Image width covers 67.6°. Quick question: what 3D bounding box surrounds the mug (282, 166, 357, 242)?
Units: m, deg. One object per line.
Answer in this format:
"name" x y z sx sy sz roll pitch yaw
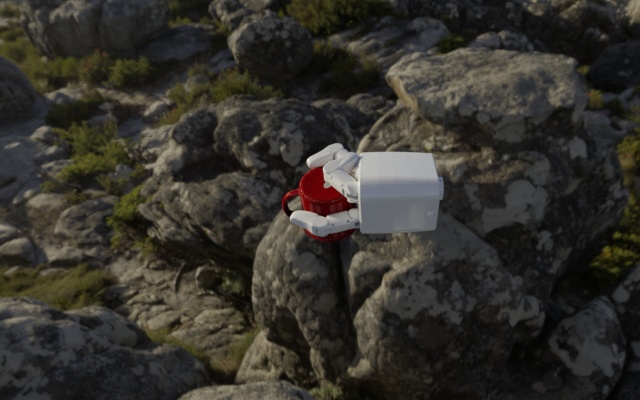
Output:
"mug" -0.001 0.002 0.721 0.117 0.093 0.082 -2 -43 6
